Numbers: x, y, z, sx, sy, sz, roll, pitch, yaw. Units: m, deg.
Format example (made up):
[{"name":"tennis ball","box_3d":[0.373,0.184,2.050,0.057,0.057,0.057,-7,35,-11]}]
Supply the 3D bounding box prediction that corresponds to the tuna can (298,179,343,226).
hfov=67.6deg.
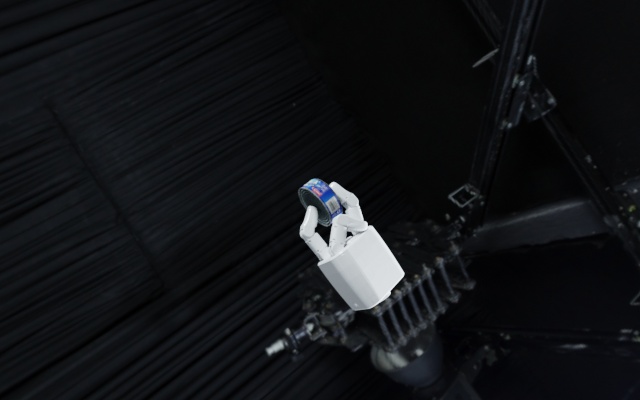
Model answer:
[{"name":"tuna can","box_3d":[0.001,0.002,0.867,0.033,0.086,0.086,-39,17,-22]}]
